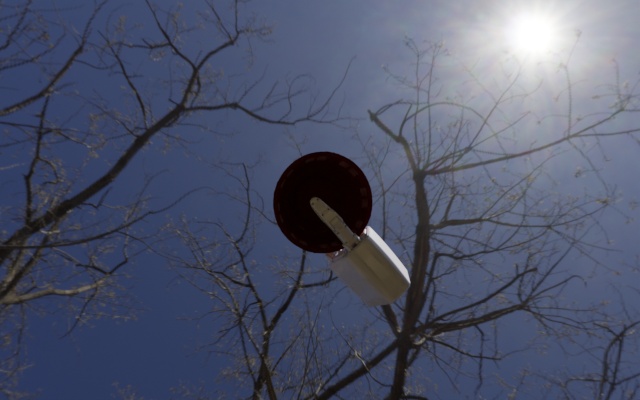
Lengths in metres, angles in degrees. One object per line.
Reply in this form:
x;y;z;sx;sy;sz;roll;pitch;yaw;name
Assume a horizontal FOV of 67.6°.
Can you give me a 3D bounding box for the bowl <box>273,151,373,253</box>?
-0.001;0.001;0.778;0.162;0.162;0.055;0;3;-13;bowl
